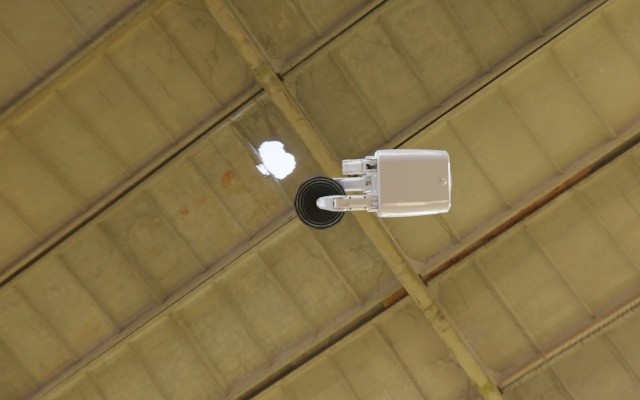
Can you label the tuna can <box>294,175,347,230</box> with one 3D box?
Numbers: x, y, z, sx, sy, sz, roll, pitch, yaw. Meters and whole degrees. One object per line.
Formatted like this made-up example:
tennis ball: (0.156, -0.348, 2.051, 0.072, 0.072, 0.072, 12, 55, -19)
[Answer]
tuna can: (0.000, 0.002, 0.765, 0.086, 0.086, 0.034, 0, 5, -2)
